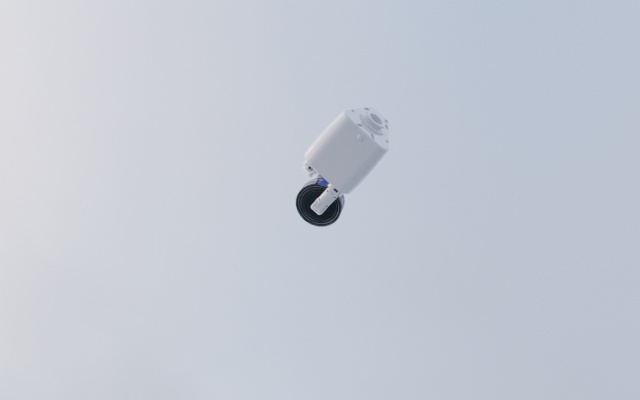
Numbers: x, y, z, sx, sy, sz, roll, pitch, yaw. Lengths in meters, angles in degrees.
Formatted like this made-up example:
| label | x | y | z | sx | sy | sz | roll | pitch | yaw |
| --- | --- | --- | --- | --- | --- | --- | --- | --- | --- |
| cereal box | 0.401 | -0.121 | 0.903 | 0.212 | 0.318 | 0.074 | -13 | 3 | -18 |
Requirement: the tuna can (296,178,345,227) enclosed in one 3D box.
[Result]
| label | x | y | z | sx | sy | sz | roll | pitch | yaw |
| --- | --- | --- | --- | --- | --- | --- | --- | --- | --- |
| tuna can | 0.000 | 0.003 | 0.870 | 0.086 | 0.086 | 0.033 | 0 | 26 | 17 |
